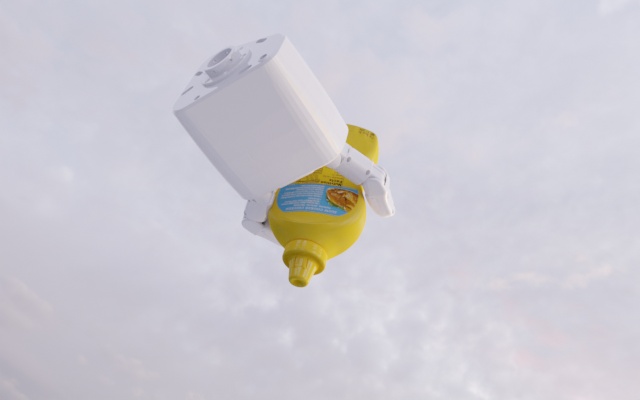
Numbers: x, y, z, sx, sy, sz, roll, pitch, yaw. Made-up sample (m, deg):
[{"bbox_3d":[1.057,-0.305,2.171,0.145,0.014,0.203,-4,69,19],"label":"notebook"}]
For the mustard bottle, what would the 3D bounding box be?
[{"bbox_3d":[0.000,0.002,0.480,0.096,0.191,0.058,5,-42,12],"label":"mustard bottle"}]
